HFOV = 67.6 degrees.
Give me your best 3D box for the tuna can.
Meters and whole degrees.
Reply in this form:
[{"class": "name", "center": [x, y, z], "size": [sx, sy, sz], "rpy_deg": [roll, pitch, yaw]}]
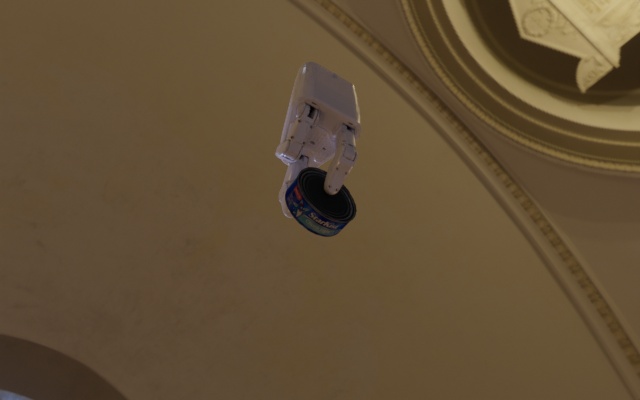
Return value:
[{"class": "tuna can", "center": [0.000, 0.002, 0.582], "size": [0.086, 0.086, 0.034], "rpy_deg": [0, -39, -47]}]
